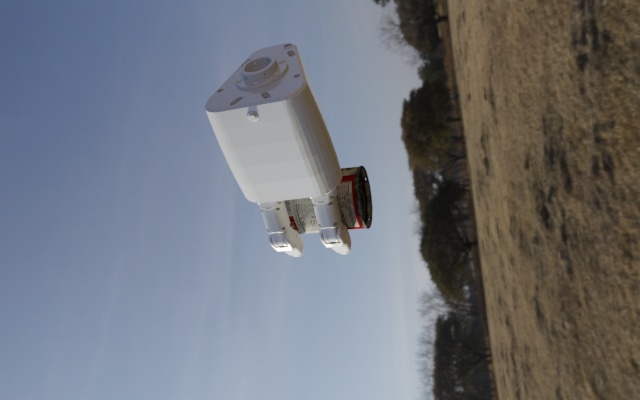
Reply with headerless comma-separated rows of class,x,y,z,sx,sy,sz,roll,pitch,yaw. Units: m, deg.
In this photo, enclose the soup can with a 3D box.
soup can,0.000,0.002,0.522,0.102,0.068,0.068,-6,-2,16
